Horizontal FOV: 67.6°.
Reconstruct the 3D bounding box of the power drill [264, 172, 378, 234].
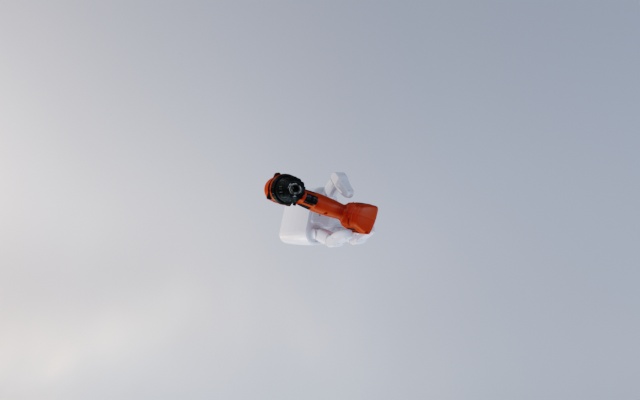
[{"bbox_3d":[0.000,0.003,0.820,0.188,0.057,0.184,21,-3,-15],"label":"power drill"}]
